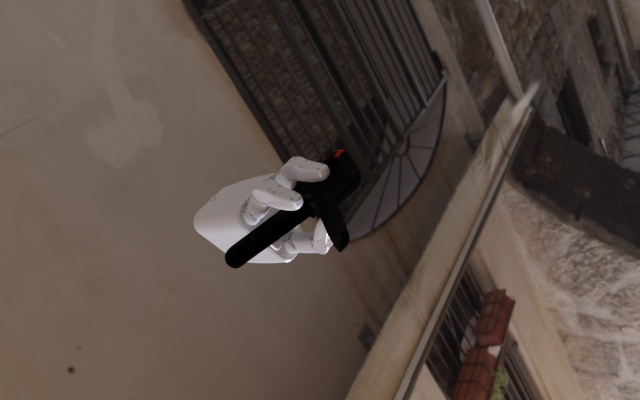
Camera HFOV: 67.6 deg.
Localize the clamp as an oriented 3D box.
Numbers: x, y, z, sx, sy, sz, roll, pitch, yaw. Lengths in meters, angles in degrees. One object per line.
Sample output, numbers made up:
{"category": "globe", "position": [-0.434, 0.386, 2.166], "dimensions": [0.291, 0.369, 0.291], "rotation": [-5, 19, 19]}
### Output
{"category": "clamp", "position": [0.001, 0.002, 0.560], "dimensions": [0.164, 0.036, 0.210], "rotation": [-8, 31, 41]}
